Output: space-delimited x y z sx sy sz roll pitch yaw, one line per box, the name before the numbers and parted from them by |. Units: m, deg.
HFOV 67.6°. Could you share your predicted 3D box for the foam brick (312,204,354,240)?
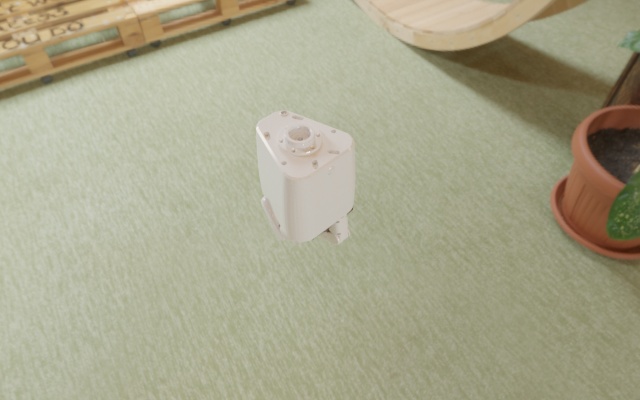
foam brick | 0.000 0.002 0.629 0.078 0.051 0.053 -36 58 -26
